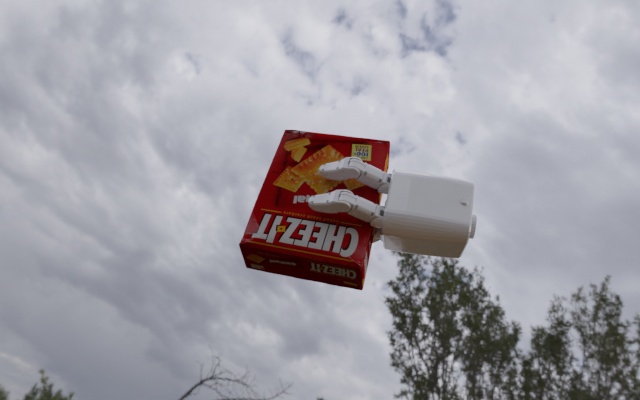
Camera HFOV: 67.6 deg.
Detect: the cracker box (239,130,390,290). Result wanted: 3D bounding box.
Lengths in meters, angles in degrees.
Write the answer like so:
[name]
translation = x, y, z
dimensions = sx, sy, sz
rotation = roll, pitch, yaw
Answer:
[cracker box]
translation = 0.000, 0.002, 0.669
dimensions = 0.164, 0.213, 0.072
rotation = 9, -35, 12
